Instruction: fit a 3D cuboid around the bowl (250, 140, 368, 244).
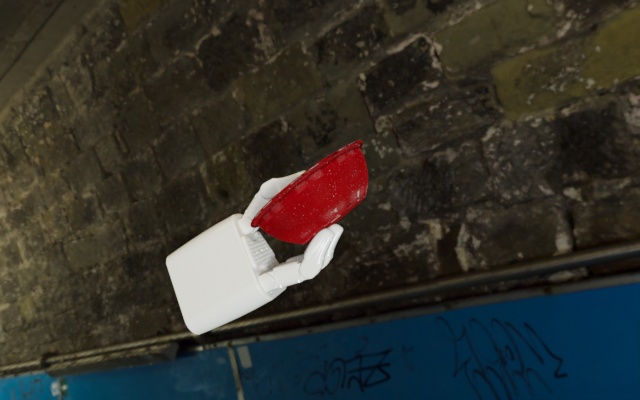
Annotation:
[{"bbox_3d":[0.001,0.001,0.549,0.162,0.055,0.162,-37,-5,-4],"label":"bowl"}]
